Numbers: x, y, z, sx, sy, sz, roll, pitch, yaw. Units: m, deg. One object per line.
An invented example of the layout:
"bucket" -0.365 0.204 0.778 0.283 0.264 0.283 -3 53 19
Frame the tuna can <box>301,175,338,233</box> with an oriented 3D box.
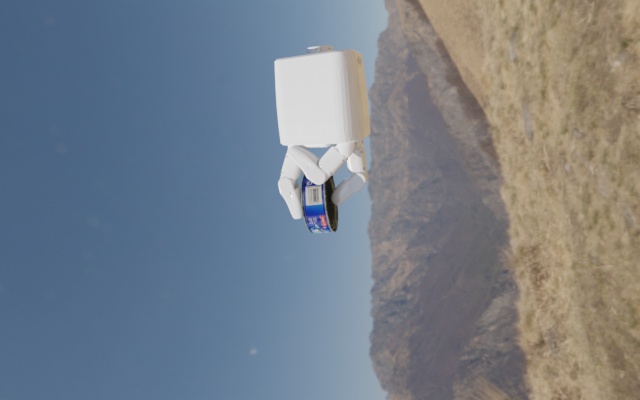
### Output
"tuna can" 0.000 0.002 0.654 0.034 0.086 0.086 -6 -1 12
